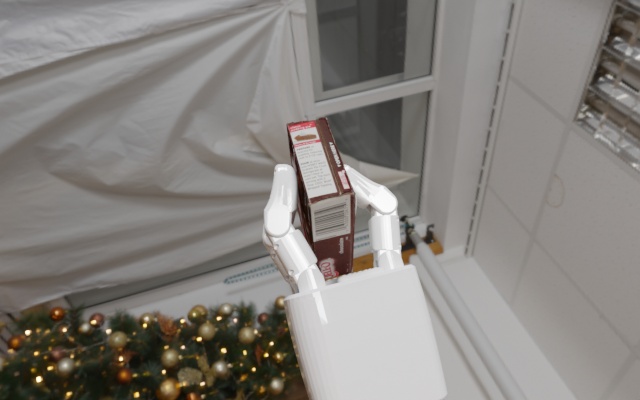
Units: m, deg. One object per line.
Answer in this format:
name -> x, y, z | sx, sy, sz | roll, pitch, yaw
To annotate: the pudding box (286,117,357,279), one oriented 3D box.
pudding box -> 0.000, 0.001, 0.406 | 0.039, 0.090, 0.114 | -11, -39, -9
